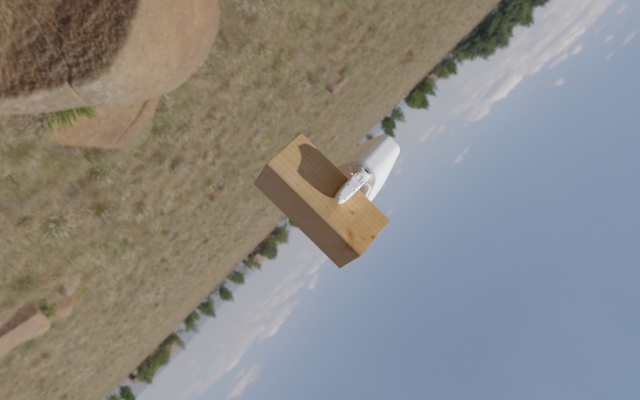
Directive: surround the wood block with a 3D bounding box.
[{"bbox_3d":[0.001,0.002,0.796,0.090,0.206,0.091,-46,1,-31],"label":"wood block"}]
